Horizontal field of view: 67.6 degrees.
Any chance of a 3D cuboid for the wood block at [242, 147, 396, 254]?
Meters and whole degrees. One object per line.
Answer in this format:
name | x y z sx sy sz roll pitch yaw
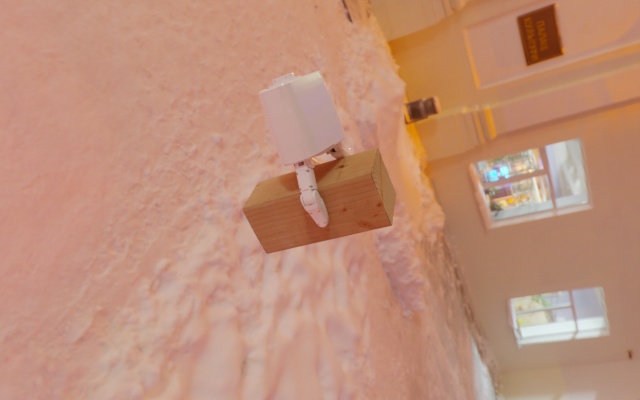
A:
wood block | 0.000 0.002 0.727 0.206 0.090 0.090 -15 26 21
